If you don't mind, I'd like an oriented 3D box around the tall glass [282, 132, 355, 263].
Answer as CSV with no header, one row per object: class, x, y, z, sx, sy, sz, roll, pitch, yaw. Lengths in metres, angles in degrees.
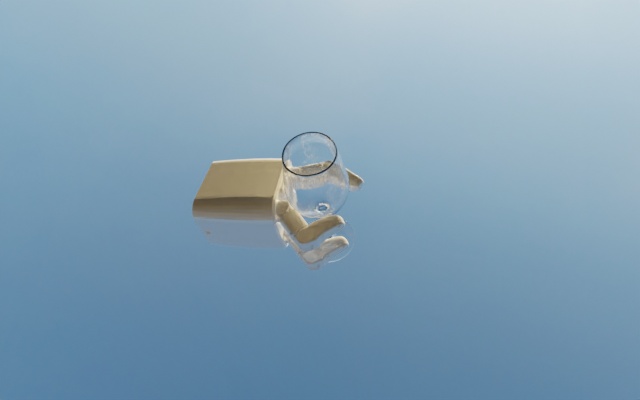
tall glass,0.000,0.002,0.601,0.079,0.079,0.201,0,-32,8
